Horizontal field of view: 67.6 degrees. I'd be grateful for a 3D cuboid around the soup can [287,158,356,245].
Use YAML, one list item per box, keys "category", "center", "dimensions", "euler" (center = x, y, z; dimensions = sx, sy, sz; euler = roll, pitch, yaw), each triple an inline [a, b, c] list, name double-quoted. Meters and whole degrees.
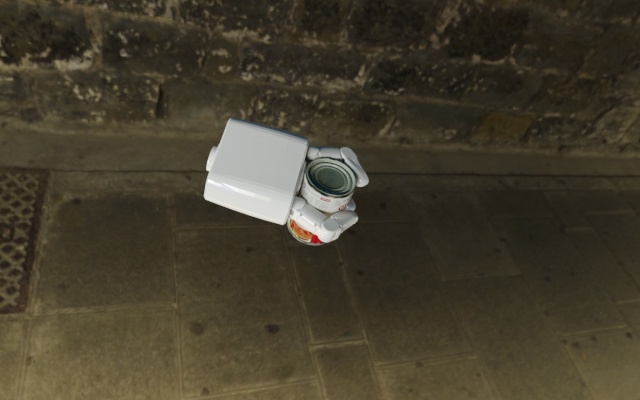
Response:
- category: "soup can"
  center: [0.001, 0.002, 0.627]
  dimensions: [0.068, 0.068, 0.102]
  euler: [0, -40, -21]
